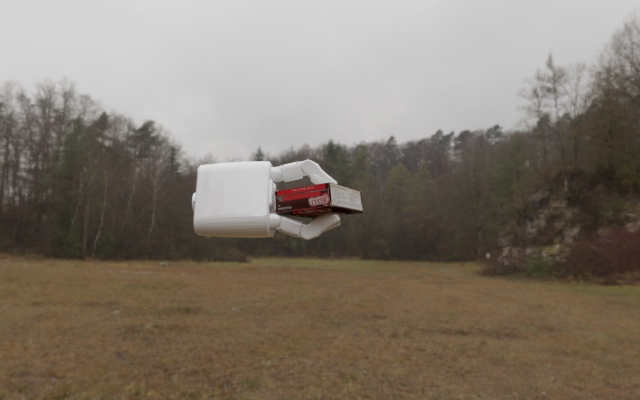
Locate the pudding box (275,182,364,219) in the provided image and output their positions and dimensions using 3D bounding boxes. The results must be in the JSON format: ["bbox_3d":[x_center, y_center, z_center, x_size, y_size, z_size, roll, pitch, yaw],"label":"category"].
[{"bbox_3d":[0.000,0.002,0.696,0.090,0.039,0.113,-7,-6,28],"label":"pudding box"}]
